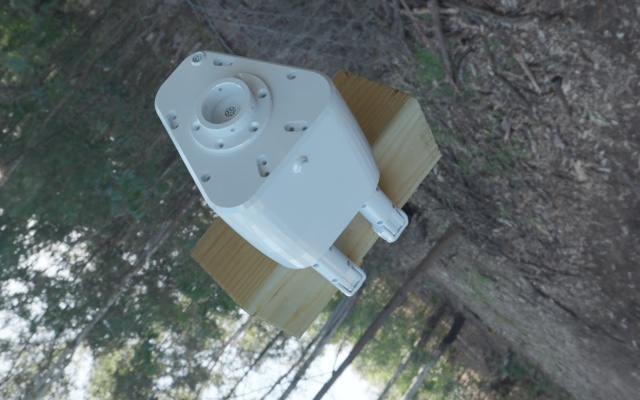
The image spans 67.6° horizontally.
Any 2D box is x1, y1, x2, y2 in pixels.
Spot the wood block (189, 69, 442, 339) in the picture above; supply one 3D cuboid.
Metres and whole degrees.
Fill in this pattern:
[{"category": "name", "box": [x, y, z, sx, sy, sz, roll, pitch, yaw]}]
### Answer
[{"category": "wood block", "box": [0.000, 0.001, 0.415, 0.090, 0.206, 0.090, 34, -8, 38]}]
